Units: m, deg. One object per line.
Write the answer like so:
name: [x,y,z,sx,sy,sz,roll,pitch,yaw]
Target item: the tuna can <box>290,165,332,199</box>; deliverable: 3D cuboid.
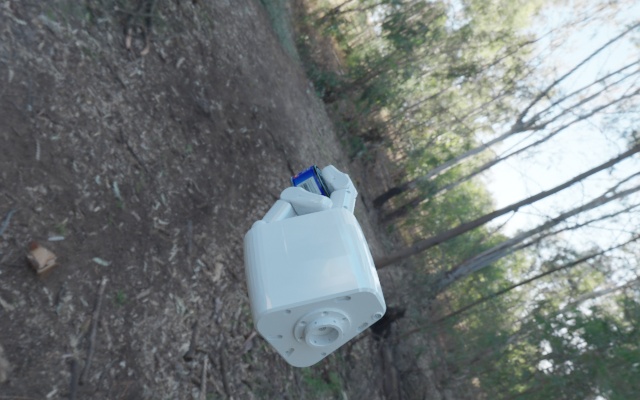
tuna can: [0.001,0.002,0.562,0.034,0.086,0.086,-30,-4,7]
